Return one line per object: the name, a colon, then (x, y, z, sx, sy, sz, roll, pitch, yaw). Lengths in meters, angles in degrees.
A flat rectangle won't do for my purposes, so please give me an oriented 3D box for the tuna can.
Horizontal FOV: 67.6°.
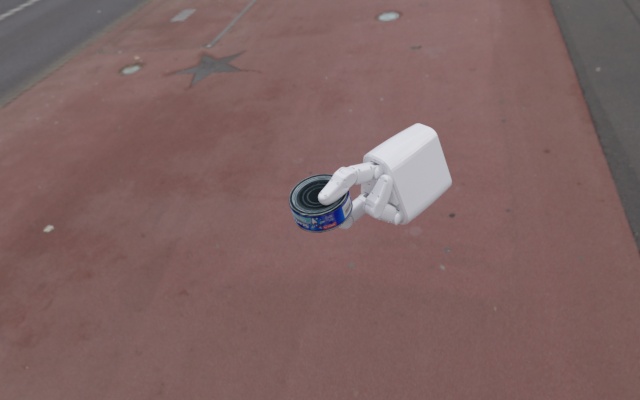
tuna can: (0.000, 0.002, 0.662, 0.086, 0.034, 0.086, -9, 43, 8)
